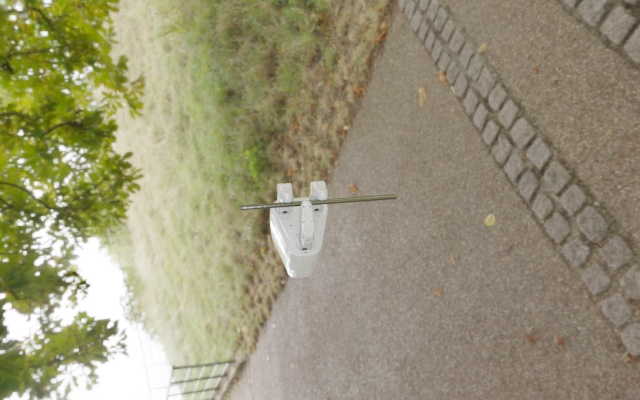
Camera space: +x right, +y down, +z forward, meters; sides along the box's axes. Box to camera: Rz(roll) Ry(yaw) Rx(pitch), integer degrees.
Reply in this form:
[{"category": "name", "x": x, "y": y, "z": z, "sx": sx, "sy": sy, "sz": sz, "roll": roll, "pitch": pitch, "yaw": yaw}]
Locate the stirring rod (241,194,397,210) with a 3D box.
[{"category": "stirring rod", "x": 0.000, "y": 0.002, "z": 0.731, "sx": 0.239, "sy": 0.011, "sz": 0.011, "roll": -4, "pitch": 1, "yaw": -9}]
